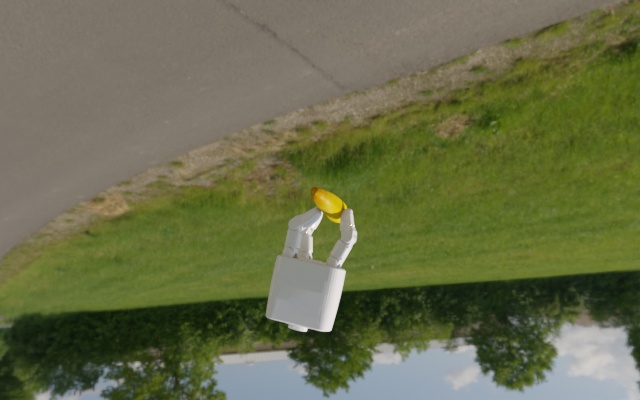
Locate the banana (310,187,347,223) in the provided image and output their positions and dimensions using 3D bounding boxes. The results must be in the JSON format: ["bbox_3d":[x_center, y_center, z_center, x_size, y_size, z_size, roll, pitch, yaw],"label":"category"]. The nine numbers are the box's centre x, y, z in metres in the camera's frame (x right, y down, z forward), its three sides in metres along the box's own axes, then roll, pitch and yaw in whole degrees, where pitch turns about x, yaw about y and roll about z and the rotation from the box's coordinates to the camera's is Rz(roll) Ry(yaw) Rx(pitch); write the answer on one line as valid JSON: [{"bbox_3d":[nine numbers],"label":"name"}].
[{"bbox_3d":[0.017,0.012,0.845,0.069,0.037,0.198,28,-4,4],"label":"banana"}]
